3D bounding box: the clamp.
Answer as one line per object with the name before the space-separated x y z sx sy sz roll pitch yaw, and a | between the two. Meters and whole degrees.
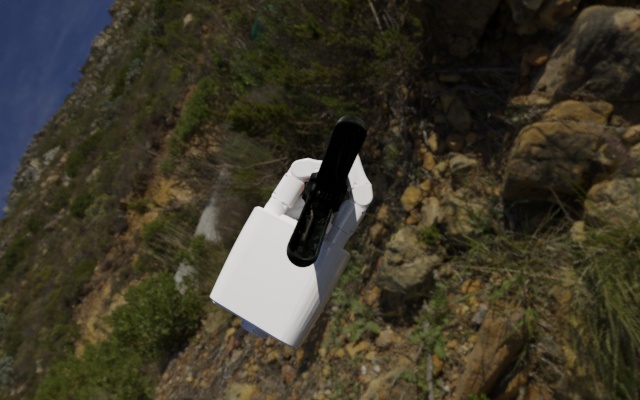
clamp | 0.000 0.001 0.425 0.039 0.120 0.171 27 -8 2
